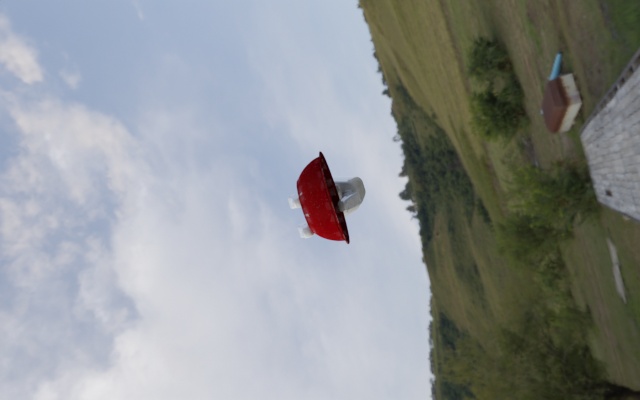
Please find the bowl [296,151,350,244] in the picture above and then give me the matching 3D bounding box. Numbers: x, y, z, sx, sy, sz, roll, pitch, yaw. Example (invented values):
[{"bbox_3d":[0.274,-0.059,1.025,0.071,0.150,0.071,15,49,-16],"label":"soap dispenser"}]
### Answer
[{"bbox_3d":[0.000,0.003,0.796,0.055,0.162,0.162,-17,-2,6],"label":"bowl"}]
